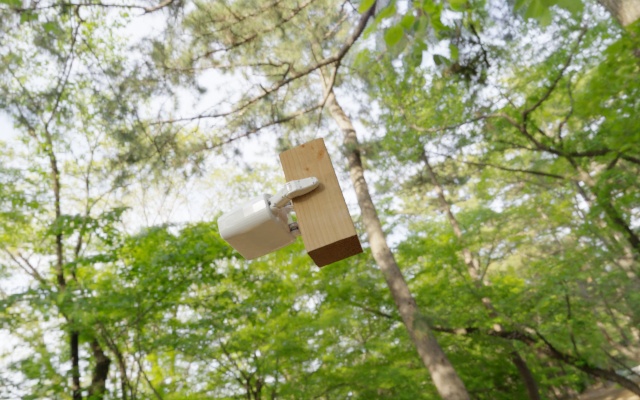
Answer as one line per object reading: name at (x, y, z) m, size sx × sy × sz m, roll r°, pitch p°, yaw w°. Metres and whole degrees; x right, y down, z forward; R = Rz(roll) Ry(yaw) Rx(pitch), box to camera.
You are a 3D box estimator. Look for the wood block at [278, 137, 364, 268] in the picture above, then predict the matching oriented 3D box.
wood block at (0.000, 0.003, 0.867) m, size 0.090 × 0.206 × 0.091 m, roll -20°, pitch -28°, yaw 4°
